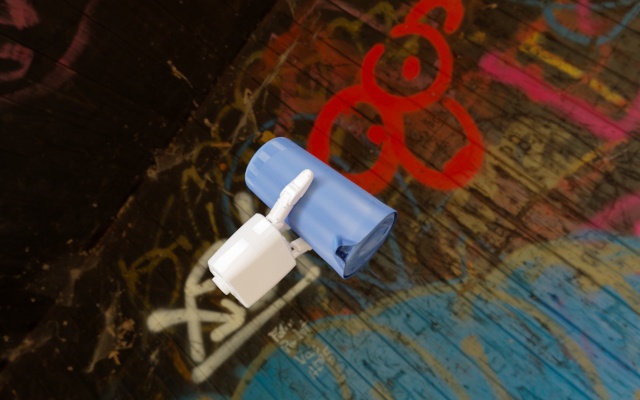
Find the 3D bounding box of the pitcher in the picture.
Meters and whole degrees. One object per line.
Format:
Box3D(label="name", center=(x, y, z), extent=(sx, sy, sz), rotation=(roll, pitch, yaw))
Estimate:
Box3D(label="pitcher", center=(0.000, 0.003, 0.788), extent=(0.242, 0.145, 0.149), rotation=(39, -19, 20))
